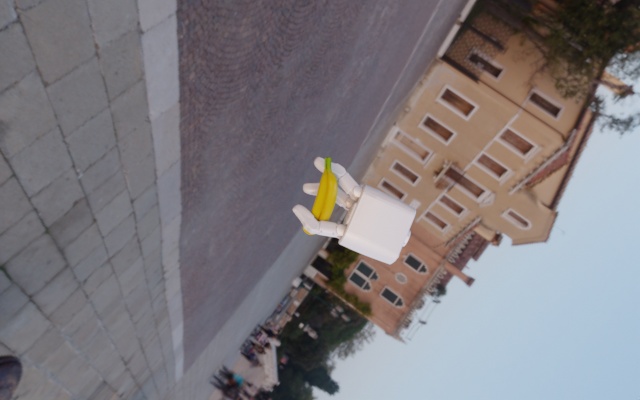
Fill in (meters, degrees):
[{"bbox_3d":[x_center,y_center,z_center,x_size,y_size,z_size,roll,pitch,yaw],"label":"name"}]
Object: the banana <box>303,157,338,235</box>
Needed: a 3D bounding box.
[{"bbox_3d":[0.000,0.014,0.884,0.037,0.069,0.198,12,-45,-9],"label":"banana"}]
